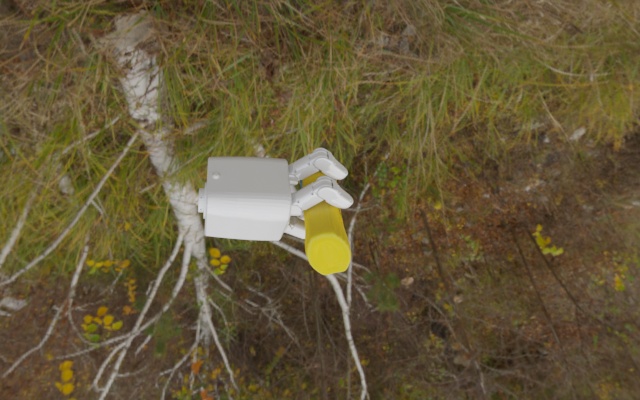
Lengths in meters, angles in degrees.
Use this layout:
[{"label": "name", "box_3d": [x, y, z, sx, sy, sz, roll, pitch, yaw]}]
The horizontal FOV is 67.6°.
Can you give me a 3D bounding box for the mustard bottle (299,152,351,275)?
[{"label": "mustard bottle", "box_3d": [0.000, 0.002, 0.677, 0.058, 0.191, 0.096, -14, -41, 5]}]
